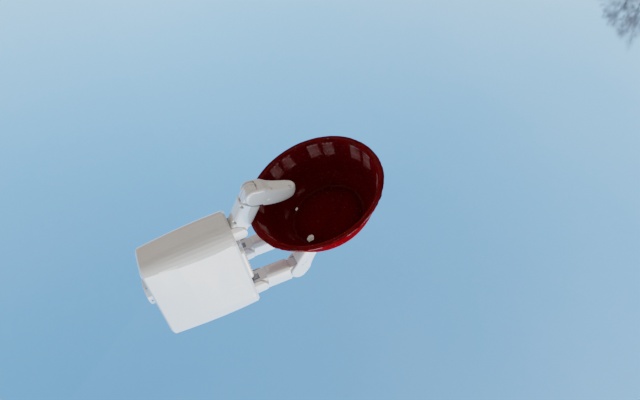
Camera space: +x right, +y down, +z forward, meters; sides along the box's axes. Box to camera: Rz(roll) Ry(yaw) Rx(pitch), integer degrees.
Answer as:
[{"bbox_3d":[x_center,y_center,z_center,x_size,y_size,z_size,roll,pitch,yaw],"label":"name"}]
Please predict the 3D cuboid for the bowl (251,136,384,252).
[{"bbox_3d":[0.001,0.002,0.554,0.162,0.162,0.055,0,-36,24],"label":"bowl"}]
